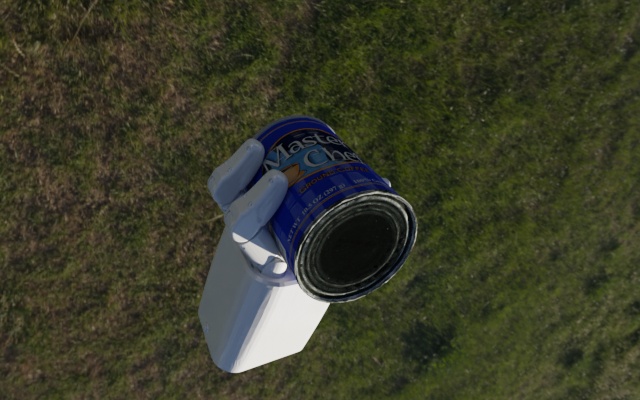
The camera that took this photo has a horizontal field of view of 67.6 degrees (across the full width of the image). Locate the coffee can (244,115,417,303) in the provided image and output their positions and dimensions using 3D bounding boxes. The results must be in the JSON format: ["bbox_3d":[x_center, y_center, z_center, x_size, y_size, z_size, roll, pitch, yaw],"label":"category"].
[{"bbox_3d":[0.000,0.001,0.405,0.103,0.103,0.140,0,31,-28],"label":"coffee can"}]
